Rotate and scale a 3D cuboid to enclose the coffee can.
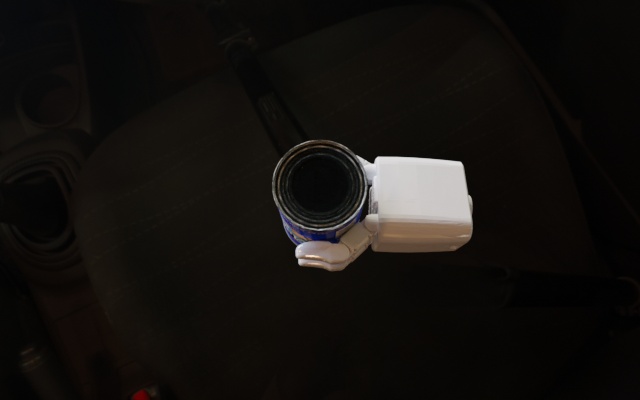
[{"bbox_3d":[0.000,0.002,0.573,0.103,0.102,0.140,0,-16,1],"label":"coffee can"}]
